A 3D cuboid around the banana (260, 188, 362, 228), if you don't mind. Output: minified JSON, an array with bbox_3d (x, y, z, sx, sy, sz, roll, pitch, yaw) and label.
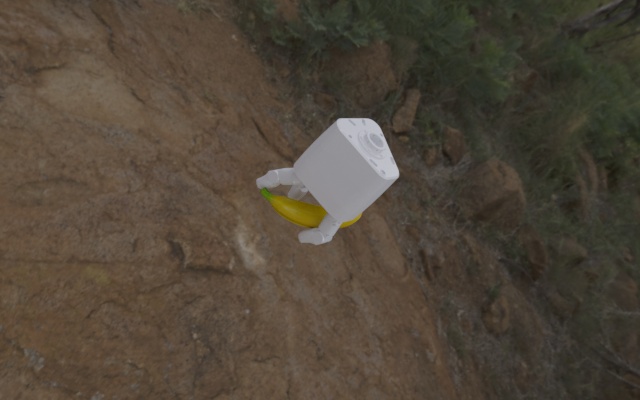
[{"bbox_3d":[0.002,0.017,0.766,0.198,0.069,0.037,11,-43,-34],"label":"banana"}]
